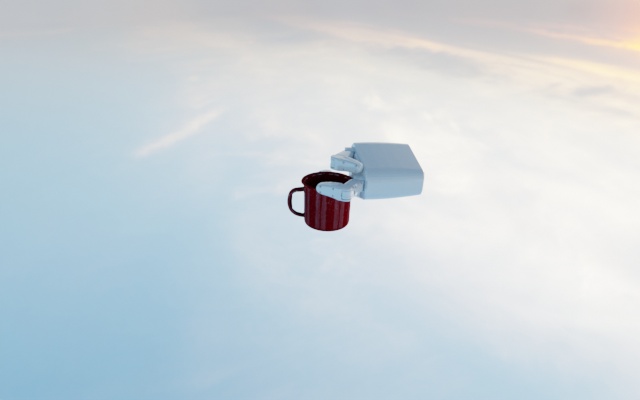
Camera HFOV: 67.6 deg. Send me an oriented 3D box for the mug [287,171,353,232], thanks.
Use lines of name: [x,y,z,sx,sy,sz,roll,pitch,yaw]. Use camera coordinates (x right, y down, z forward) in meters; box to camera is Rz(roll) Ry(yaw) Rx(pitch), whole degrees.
mug: [-0.001,0.003,0.838,0.117,0.081,0.093,-2,24,-8]
